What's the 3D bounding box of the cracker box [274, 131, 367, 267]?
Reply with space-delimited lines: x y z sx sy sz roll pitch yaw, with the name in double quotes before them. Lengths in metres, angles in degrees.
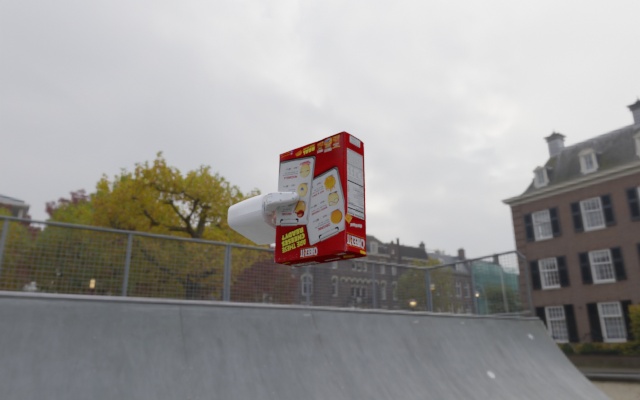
"cracker box" 0.000 0.003 0.858 0.164 0.213 0.072 -14 -22 39
